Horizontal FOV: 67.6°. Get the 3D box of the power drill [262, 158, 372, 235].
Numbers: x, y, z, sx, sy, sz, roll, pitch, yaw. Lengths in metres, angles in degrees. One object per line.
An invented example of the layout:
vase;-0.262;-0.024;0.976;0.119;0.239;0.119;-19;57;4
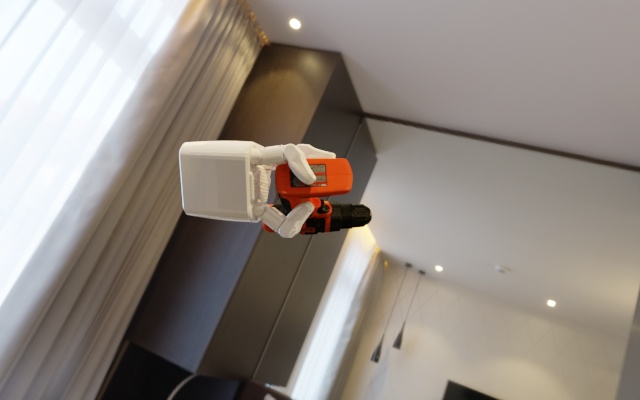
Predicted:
power drill;0.000;0.002;0.733;0.184;0.057;0.188;-3;-24;-6
